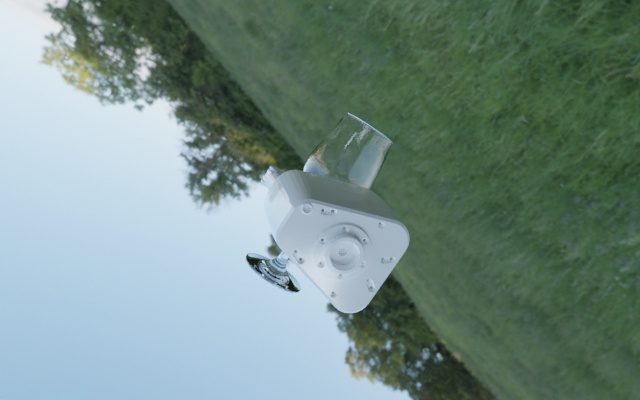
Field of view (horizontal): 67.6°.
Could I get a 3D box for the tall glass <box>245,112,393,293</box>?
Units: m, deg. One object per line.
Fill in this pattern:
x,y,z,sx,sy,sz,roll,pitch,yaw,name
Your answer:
0.000,0.002,0.538,0.079,0.201,0.079,33,7,-5,tall glass
